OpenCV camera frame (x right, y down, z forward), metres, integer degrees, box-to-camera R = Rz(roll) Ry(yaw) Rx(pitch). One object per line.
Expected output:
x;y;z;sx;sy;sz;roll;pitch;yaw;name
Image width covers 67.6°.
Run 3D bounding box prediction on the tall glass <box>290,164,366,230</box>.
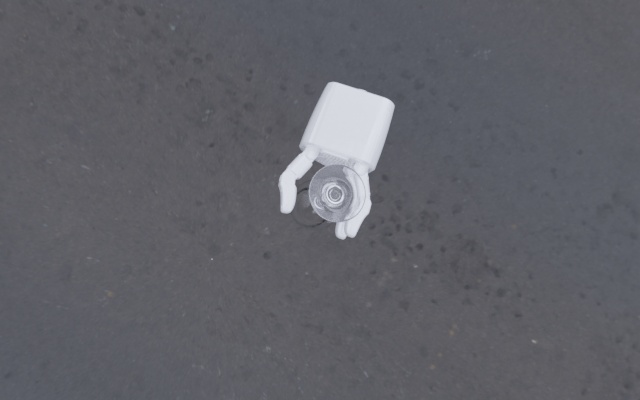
0.000;0.002;0.696;0.079;0.079;0.201;0;-7;-13;tall glass
